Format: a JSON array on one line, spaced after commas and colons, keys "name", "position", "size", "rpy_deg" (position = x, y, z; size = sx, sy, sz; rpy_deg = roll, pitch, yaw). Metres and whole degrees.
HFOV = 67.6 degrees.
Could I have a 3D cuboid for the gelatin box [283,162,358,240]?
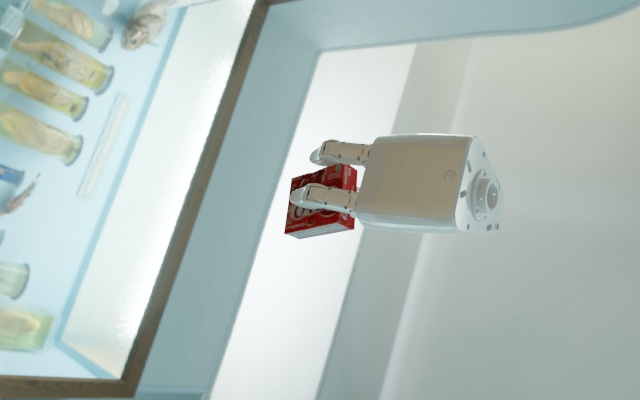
[{"name": "gelatin box", "position": [0.000, 0.002, 0.550], "size": [0.089, 0.073, 0.030], "rpy_deg": [-14, -29, 42]}]
